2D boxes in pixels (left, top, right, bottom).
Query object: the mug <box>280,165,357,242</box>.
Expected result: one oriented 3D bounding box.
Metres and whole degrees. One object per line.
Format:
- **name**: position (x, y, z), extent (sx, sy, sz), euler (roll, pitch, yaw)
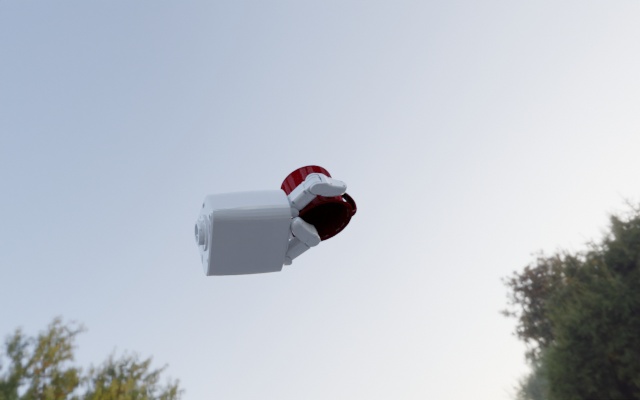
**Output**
- **mug**: position (0.001, 0.002, 0.706), extent (0.117, 0.081, 0.093), euler (-1, -43, -28)
